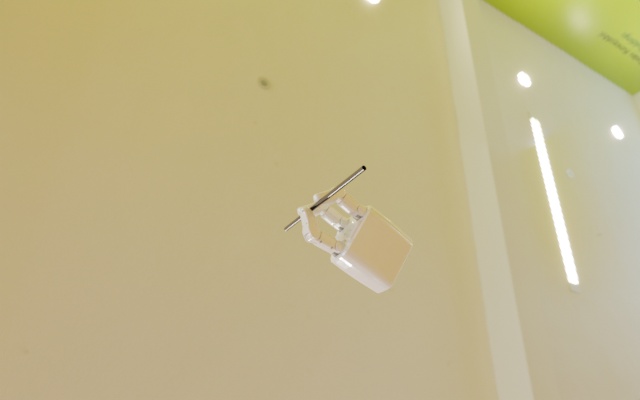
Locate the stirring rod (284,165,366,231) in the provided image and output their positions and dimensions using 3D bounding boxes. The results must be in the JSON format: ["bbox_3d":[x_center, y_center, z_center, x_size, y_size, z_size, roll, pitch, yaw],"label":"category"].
[{"bbox_3d":[0.000,0.003,0.776,0.011,0.011,0.240,0,-24,-35],"label":"stirring rod"}]
